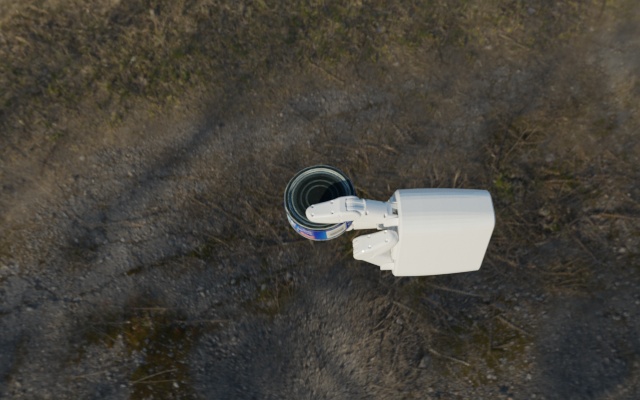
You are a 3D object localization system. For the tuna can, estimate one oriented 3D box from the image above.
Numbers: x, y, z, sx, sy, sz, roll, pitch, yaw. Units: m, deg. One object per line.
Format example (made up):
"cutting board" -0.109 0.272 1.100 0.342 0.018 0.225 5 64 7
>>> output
"tuna can" 0.000 0.002 0.564 0.086 0.086 0.034 0 -23 5
